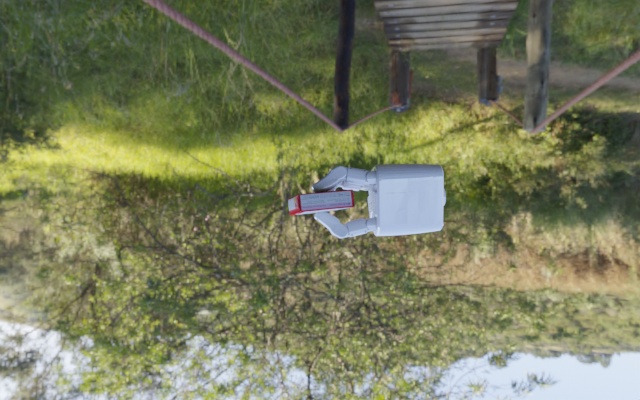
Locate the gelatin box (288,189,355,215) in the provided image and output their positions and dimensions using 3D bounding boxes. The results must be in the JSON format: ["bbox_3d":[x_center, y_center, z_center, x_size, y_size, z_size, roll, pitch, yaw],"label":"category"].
[{"bbox_3d":[0.000,0.003,0.747,0.089,0.030,0.073,-6,-3,-16],"label":"gelatin box"}]
